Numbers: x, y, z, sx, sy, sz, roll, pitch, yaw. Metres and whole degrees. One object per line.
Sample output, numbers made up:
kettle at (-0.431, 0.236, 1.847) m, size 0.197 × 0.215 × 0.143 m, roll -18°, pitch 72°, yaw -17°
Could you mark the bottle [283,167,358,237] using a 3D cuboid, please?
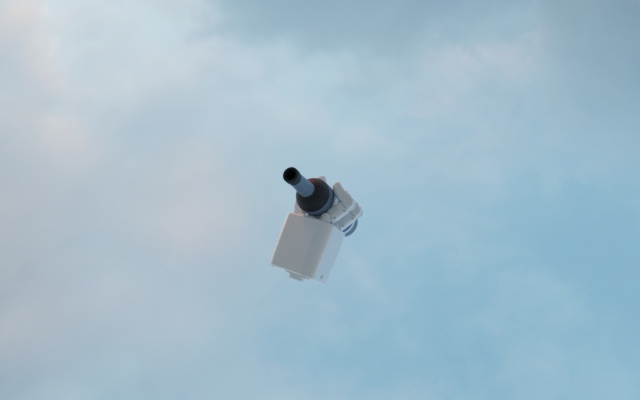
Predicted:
bottle at (0.000, 0.003, 0.899) m, size 0.069 × 0.069 × 0.296 m, roll 0°, pitch -18°, yaw 20°
